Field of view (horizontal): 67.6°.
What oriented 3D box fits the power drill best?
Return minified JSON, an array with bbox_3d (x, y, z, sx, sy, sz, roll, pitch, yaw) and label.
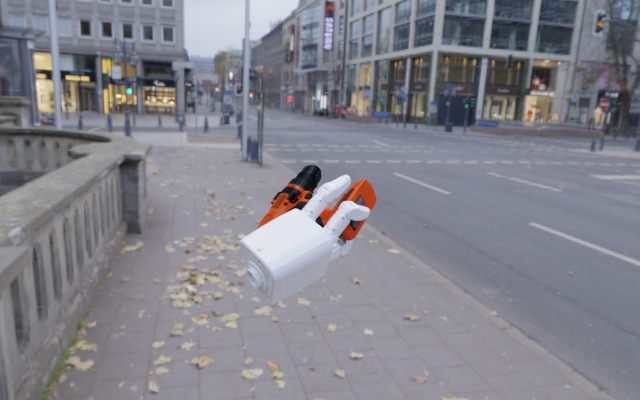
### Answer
[{"bbox_3d":[0.000,0.003,0.824,0.187,0.184,0.057,0,-45,42],"label":"power drill"}]
